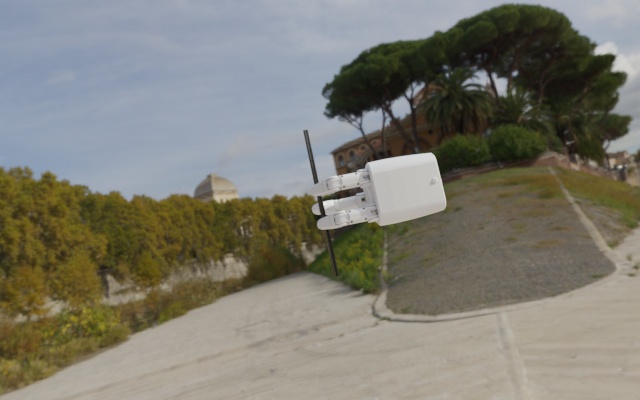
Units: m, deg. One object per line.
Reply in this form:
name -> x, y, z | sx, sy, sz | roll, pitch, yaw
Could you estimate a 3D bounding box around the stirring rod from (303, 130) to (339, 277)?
stirring rod -> 0.000, 0.003, 0.766 | 0.011, 0.239, 0.011 | -12, -6, -1
